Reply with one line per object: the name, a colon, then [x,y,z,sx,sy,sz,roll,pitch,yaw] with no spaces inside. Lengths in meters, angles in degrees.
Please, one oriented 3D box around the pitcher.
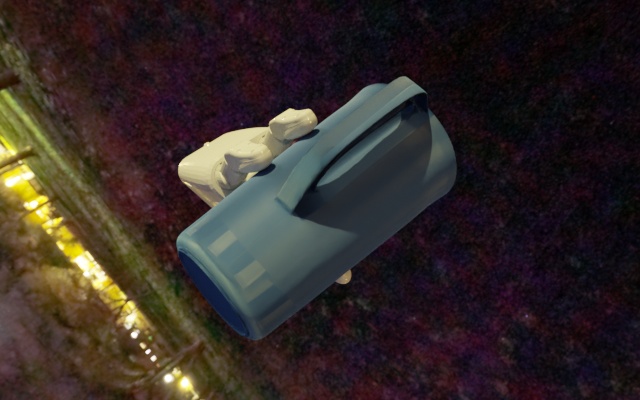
pitcher: [0.000,0.001,0.424,0.242,0.149,0.145,-38,27,-25]
